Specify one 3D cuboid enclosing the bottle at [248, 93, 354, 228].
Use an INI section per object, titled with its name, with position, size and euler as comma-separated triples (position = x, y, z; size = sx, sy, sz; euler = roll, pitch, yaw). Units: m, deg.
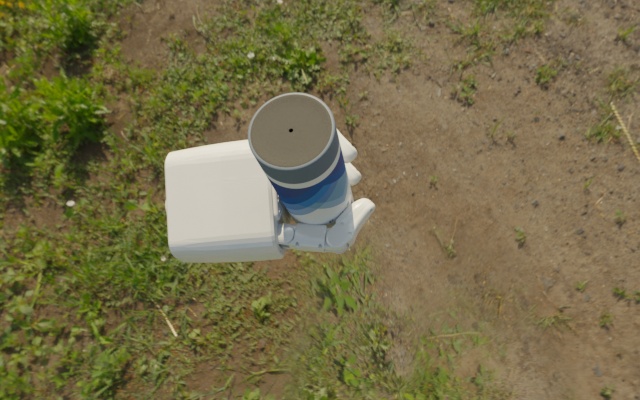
[bottle]
position = 0.000, 0.002, 0.488
size = 0.069, 0.069, 0.296
euler = 0, -21, 9
